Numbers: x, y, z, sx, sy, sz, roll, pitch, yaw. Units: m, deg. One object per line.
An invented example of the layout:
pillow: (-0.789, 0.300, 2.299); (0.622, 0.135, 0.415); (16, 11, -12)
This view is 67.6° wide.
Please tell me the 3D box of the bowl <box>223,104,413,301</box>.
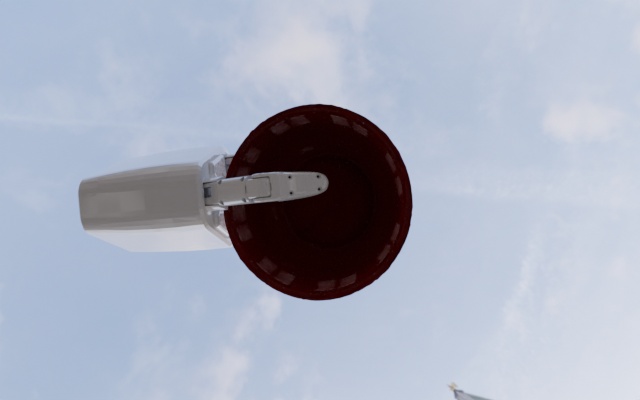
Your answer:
bowl: (0.001, 0.002, 0.415); (0.162, 0.162, 0.055); (0, 1, 15)
